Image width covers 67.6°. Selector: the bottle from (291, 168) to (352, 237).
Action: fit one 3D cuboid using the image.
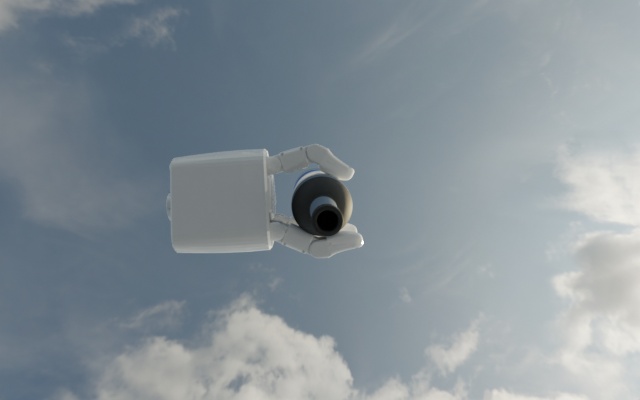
[{"bbox_3d":[0.000,0.002,0.554,0.069,0.069,0.295,0,6,-2],"label":"bottle"}]
